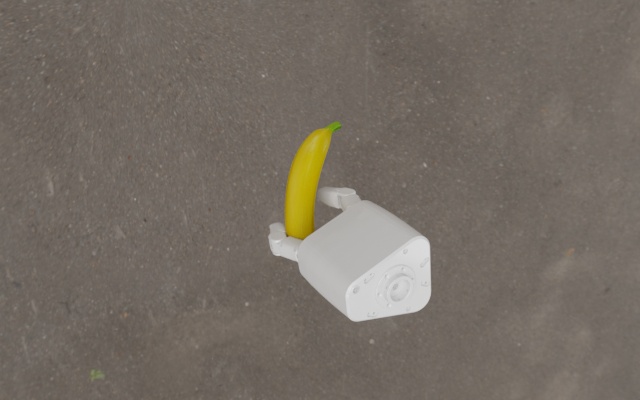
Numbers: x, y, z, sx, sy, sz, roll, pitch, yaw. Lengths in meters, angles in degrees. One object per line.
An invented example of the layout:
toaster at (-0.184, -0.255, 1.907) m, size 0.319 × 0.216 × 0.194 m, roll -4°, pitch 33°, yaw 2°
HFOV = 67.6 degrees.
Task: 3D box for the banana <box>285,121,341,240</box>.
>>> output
banana at (-0.014, -0.002, 0.592) m, size 0.069 × 0.198 × 0.037 m, roll 4°, pitch 12°, yaw -38°
